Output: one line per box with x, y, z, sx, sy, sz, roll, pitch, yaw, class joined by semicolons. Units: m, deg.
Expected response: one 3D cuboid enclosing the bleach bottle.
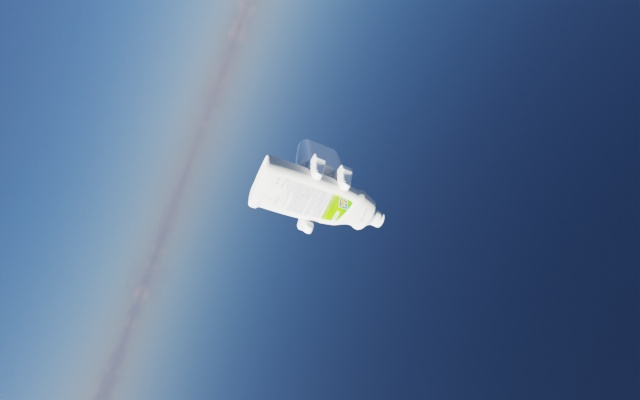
0.000;0.003;0.894;0.251;0.103;0.068;20;29;-16;bleach bottle
